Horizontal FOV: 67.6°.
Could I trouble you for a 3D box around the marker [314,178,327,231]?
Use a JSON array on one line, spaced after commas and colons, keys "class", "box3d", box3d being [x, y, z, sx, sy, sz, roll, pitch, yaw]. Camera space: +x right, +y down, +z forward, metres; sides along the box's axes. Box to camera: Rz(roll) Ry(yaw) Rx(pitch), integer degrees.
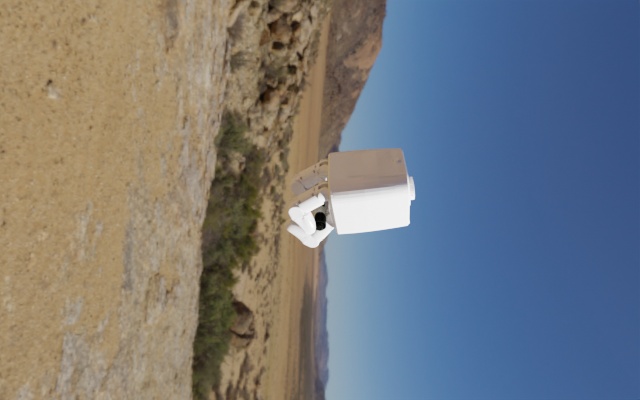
[{"class": "marker", "box3d": [0.000, 0.002, 0.724, 0.020, 0.020, 0.121, 0, 38, 1]}]
